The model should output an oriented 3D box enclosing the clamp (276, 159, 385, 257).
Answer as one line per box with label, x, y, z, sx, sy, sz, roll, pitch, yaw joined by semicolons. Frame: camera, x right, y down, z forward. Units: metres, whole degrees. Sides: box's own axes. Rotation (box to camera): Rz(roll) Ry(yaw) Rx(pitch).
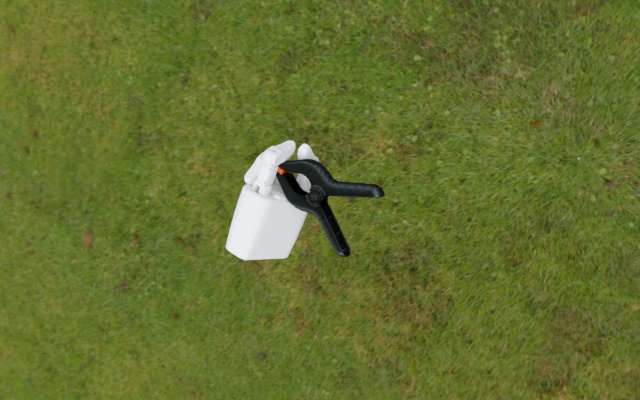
clamp;0.000;0.002;0.697;0.171;0.120;0.039;28;17;23
